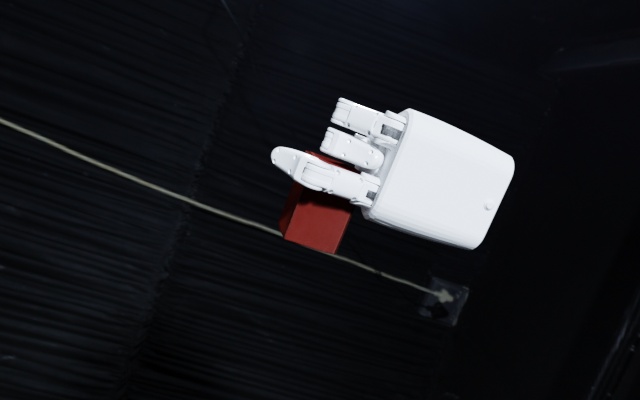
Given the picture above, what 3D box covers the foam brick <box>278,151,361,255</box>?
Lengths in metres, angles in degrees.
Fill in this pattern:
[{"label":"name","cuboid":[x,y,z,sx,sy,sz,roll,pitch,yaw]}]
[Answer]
[{"label":"foam brick","cuboid":[0.000,0.002,0.437,0.051,0.078,0.053,19,10,-15]}]
